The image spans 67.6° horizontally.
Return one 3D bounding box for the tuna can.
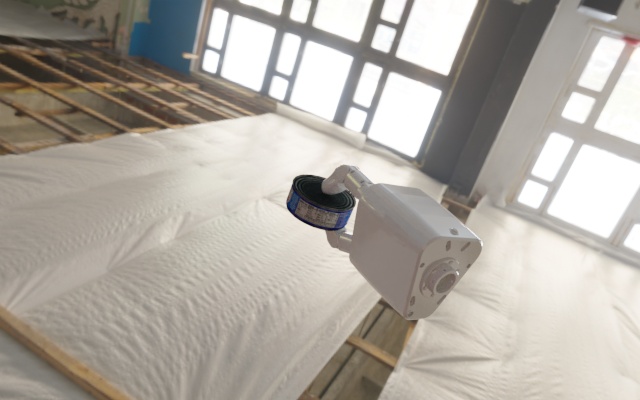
[{"bbox_3d":[0.000,0.002,0.609,0.086,0.034,0.086,18,25,-9],"label":"tuna can"}]
